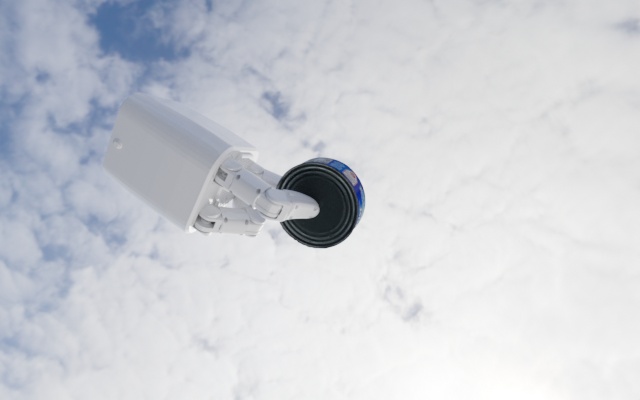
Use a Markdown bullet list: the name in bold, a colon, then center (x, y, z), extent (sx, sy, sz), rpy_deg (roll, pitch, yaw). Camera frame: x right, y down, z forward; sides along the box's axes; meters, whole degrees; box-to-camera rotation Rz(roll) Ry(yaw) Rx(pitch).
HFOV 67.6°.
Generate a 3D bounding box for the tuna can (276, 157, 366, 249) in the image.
- **tuna can**: center (0.000, 0.001, 0.468), extent (0.086, 0.086, 0.033), rpy_deg (0, 15, 20)
